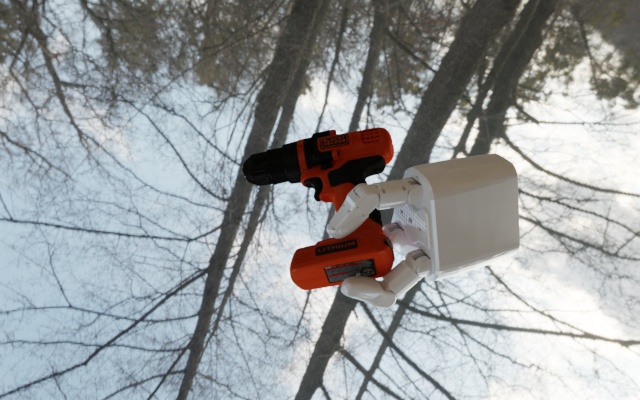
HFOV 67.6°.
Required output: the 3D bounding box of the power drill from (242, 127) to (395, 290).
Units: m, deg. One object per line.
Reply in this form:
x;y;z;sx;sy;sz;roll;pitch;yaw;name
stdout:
0.000;0.002;0.531;0.184;0.187;0.057;-12;-37;8;power drill
